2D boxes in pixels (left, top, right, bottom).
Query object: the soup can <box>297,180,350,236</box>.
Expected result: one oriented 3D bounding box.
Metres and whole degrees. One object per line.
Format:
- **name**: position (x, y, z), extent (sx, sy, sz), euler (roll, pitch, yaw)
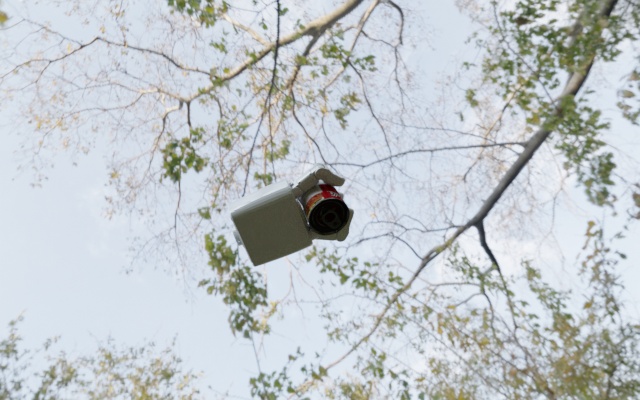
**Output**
- **soup can**: position (0.000, 0.002, 0.791), extent (0.068, 0.068, 0.102), euler (0, 29, -18)
